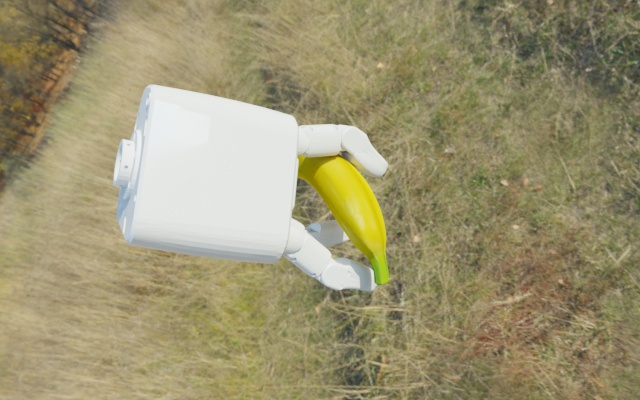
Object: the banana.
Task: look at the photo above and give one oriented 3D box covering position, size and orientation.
[{"bbox_3d":[0.005,-0.013,0.420,0.037,0.070,0.197,-4,34,-26],"label":"banana"}]
